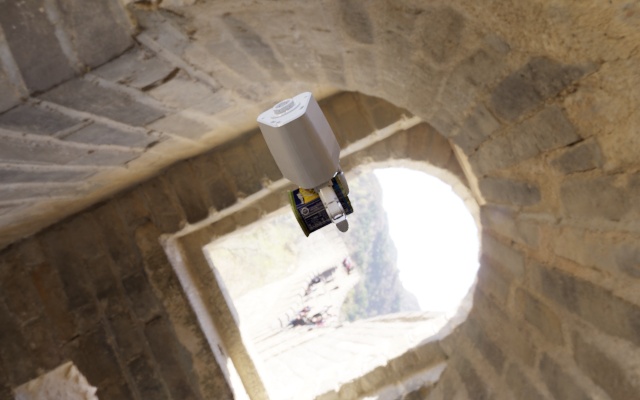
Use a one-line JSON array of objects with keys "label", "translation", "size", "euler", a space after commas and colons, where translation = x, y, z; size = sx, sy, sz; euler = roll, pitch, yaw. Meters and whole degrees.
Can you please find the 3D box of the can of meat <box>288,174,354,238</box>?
[{"label": "can of meat", "translation": [0.000, 0.002, 0.747], "size": [0.084, 0.057, 0.102], "euler": [-26, 22, 2]}]
